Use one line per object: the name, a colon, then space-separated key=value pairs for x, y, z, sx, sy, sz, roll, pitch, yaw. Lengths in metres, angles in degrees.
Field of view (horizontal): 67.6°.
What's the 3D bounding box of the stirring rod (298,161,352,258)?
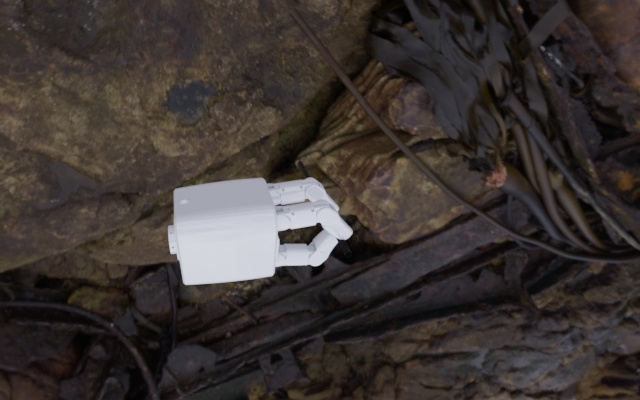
stirring rod: x=0.000 y=0.002 z=0.635 sx=0.011 sy=0.011 sz=0.239 roll=0 pitch=29 yaw=-18
